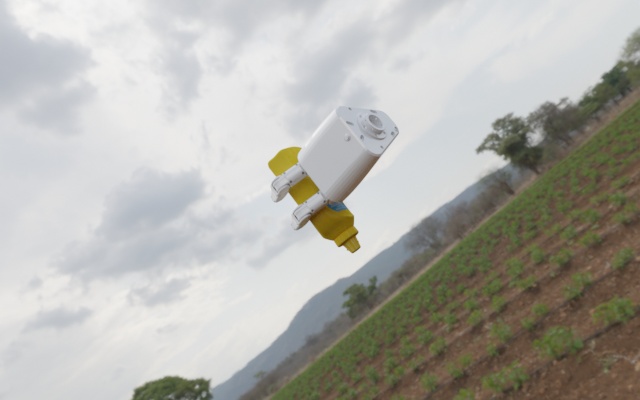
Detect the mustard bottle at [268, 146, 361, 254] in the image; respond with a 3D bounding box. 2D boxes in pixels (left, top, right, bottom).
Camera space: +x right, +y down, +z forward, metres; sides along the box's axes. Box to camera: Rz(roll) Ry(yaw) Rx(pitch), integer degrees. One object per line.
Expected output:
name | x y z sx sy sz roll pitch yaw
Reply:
mustard bottle | 0.000 0.002 0.758 0.058 0.191 0.096 -42 -13 17
